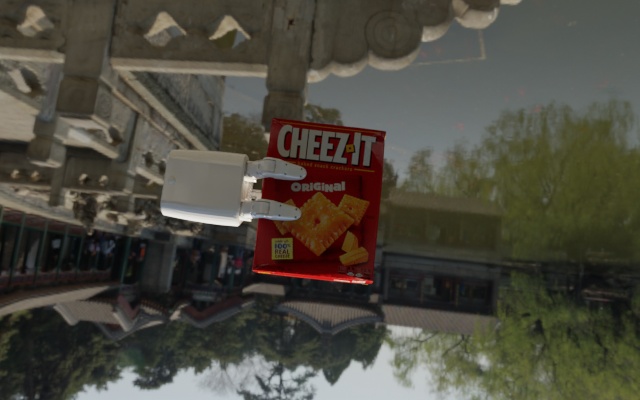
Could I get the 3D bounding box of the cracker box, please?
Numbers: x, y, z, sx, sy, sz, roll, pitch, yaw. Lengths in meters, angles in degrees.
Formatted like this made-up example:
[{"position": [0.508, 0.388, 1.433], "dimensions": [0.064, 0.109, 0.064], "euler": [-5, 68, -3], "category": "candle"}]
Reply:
[{"position": [0.000, 0.002, 0.670], "dimensions": [0.164, 0.213, 0.072], "euler": [7, -9, -2], "category": "cracker box"}]
